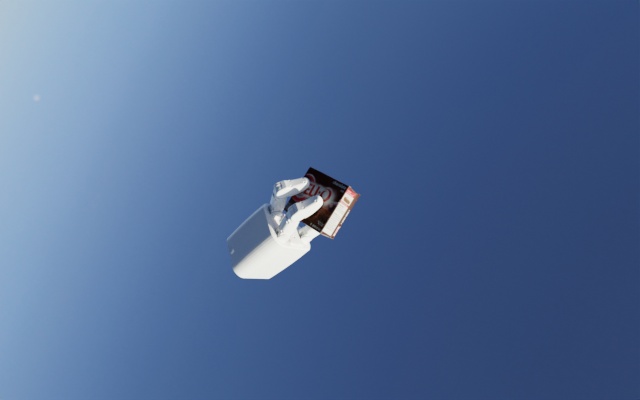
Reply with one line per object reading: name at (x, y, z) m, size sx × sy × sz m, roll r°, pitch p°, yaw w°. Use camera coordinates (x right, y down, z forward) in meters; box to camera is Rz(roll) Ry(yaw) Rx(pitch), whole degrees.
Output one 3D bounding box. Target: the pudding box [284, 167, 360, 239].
pudding box at (0.000, 0.003, 0.805) m, size 0.113 × 0.090 × 0.039 m, roll 29°, pitch -2°, yaw 45°
